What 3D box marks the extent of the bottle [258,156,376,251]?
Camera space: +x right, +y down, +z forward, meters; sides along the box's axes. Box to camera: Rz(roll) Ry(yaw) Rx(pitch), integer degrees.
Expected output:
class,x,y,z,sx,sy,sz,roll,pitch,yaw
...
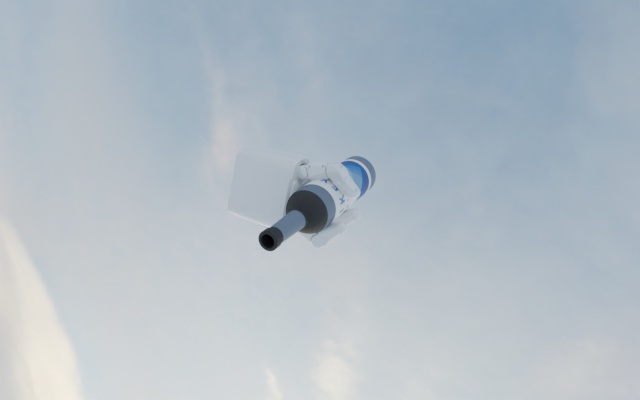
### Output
class,x,y,z,sx,sy,sz,roll,pitch,yaw
bottle,0.000,0.002,0.703,0.069,0.069,0.295,0,19,28
